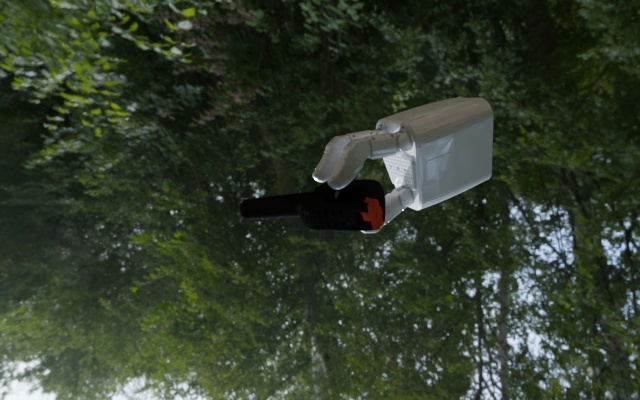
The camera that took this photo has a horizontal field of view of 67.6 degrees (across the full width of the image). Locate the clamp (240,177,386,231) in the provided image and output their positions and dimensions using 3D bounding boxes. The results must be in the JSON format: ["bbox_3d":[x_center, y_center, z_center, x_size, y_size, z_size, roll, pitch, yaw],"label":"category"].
[{"bbox_3d":[0.001,0.003,0.538,0.164,0.036,0.210,-21,17,-14],"label":"clamp"}]
